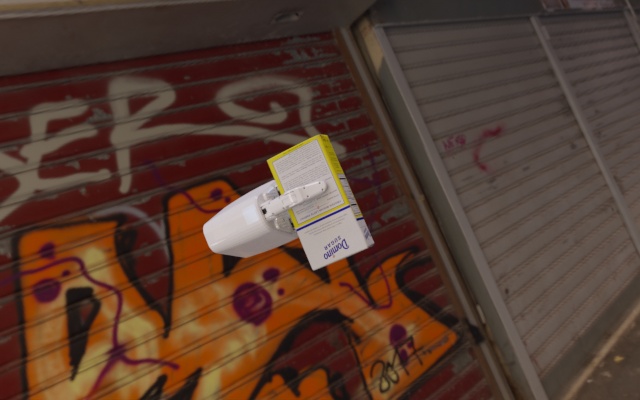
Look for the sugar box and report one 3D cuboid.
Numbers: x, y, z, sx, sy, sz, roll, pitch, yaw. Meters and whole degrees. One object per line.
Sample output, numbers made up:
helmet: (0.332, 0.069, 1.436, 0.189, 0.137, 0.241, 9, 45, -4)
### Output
sugar box: (0.000, 0.002, 0.694, 0.093, 0.176, 0.048, -25, -4, 20)
